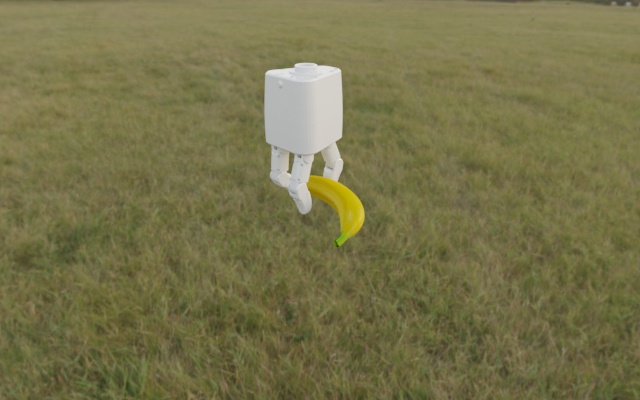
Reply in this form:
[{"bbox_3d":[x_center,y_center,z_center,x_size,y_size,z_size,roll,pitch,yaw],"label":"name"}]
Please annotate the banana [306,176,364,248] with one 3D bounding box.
[{"bbox_3d":[0.019,0.001,0.730,0.069,0.037,0.197,-10,30,-16],"label":"banana"}]
